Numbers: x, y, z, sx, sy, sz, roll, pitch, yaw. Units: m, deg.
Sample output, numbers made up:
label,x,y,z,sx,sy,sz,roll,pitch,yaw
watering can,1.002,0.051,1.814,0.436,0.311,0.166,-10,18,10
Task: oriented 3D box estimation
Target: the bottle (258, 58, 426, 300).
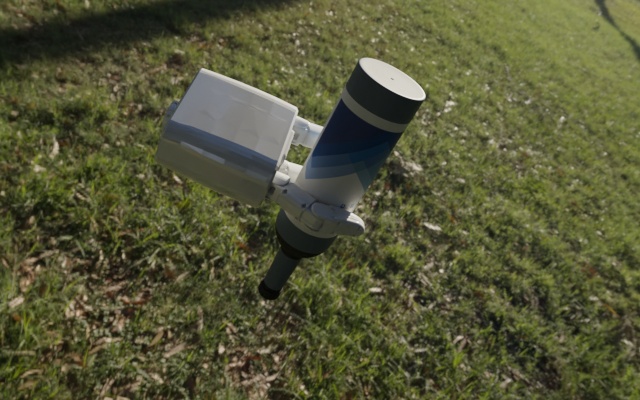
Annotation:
label,x,y,z,sx,sy,sz,roll,pitch,yaw
bottle,0.000,0.001,0.491,0.069,0.296,0.069,21,34,-15
